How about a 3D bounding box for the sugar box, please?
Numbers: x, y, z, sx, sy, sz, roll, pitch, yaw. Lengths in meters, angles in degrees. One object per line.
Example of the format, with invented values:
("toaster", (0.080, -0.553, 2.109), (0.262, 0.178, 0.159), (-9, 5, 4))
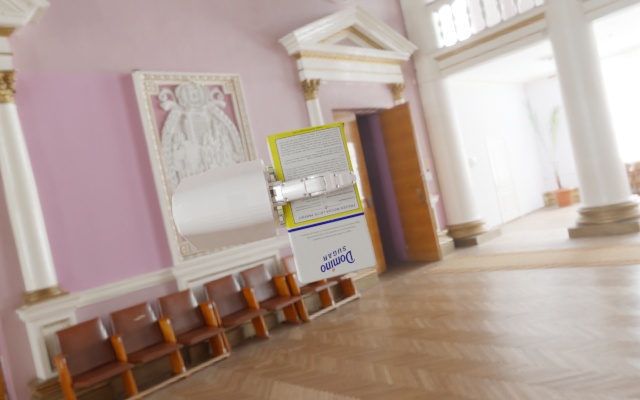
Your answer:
("sugar box", (0.000, 0.002, 0.569), (0.093, 0.176, 0.048), (-12, 1, -8))
